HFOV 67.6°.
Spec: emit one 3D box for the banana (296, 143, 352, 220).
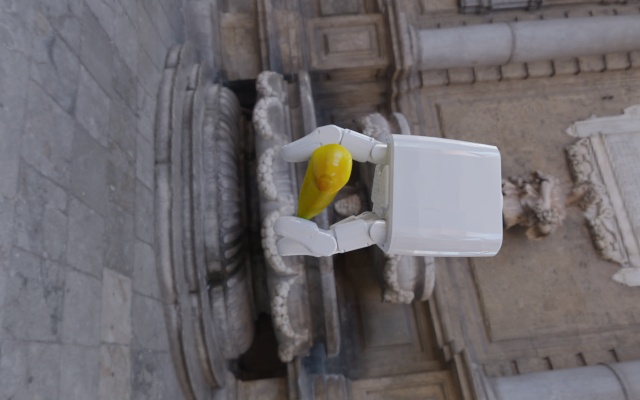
[{"bbox_3d":[0.003,-0.015,0.436,0.037,0.069,0.198,14,-16,-4],"label":"banana"}]
